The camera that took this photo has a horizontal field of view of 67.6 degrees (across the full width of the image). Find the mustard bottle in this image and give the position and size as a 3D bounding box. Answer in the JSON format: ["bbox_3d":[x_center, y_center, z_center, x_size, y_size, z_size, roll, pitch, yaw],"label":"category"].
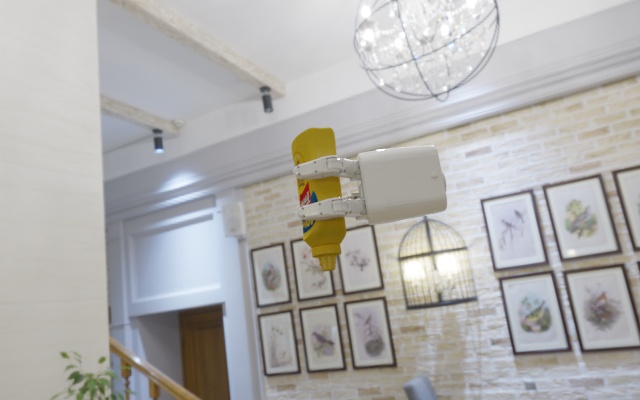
[{"bbox_3d":[0.000,0.002,0.666,0.058,0.191,0.096,-3,-13,-21],"label":"mustard bottle"}]
